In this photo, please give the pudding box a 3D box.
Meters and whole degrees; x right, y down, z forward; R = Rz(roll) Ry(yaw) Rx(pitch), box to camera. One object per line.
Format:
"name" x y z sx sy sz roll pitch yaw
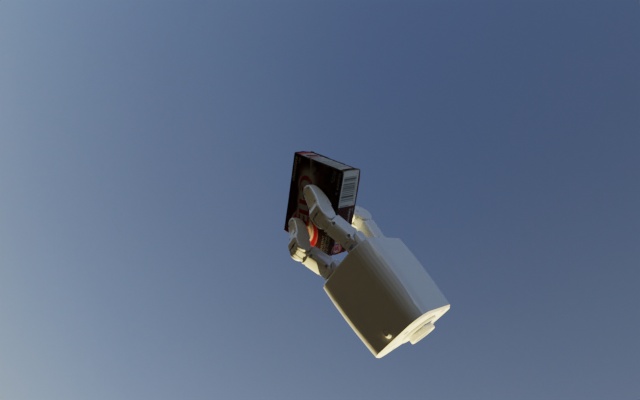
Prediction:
"pudding box" 0.000 0.002 0.611 0.090 0.113 0.039 24 21 40
